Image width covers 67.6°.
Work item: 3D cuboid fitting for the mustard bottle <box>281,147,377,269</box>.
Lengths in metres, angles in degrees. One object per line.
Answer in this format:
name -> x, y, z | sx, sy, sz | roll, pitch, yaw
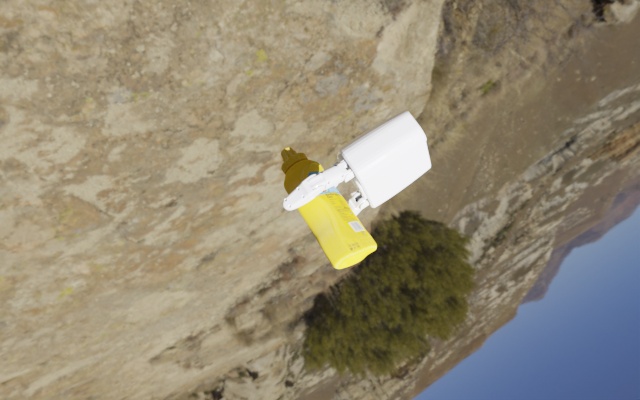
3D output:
mustard bottle -> 0.000, 0.003, 0.675 | 0.058, 0.191, 0.096 | -41, -17, 23
